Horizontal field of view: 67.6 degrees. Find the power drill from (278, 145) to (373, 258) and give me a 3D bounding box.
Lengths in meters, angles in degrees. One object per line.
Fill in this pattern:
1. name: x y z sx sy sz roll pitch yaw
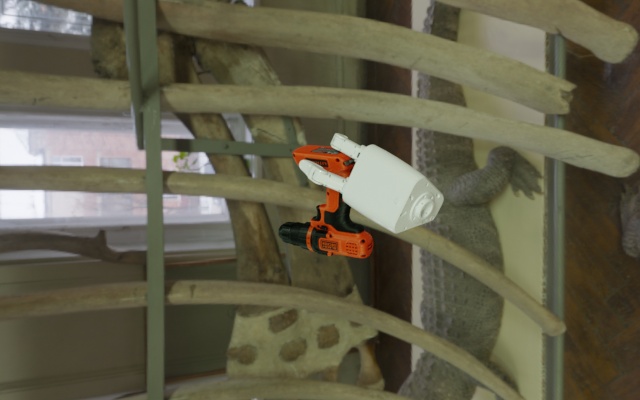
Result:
1. power drill: 0.000 0.002 0.815 0.184 0.188 0.057 7 24 29
